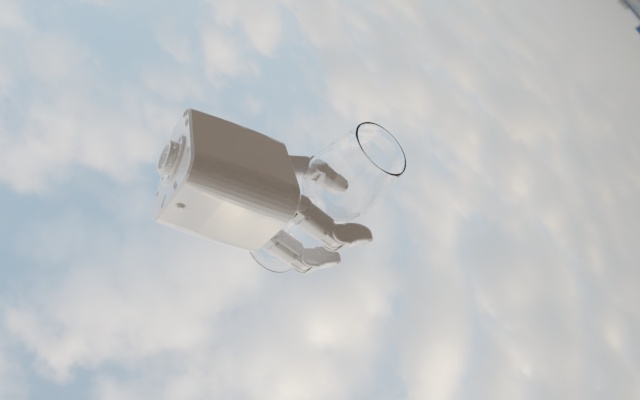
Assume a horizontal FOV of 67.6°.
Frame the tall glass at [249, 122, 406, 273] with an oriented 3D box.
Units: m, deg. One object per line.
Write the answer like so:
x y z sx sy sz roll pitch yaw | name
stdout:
0.000 0.002 0.508 0.079 0.079 0.201 0 -31 -43 | tall glass
